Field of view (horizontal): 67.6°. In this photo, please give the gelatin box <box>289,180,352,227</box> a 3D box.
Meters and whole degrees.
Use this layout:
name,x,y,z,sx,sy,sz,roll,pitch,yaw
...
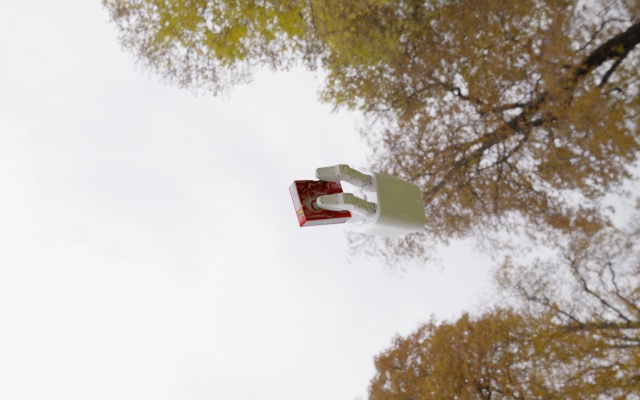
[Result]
name,x,y,z,sx,sy,sz,roll,pitch,yaw
gelatin box,0.000,0.003,0.777,0.089,0.073,0.030,-4,-25,-30
